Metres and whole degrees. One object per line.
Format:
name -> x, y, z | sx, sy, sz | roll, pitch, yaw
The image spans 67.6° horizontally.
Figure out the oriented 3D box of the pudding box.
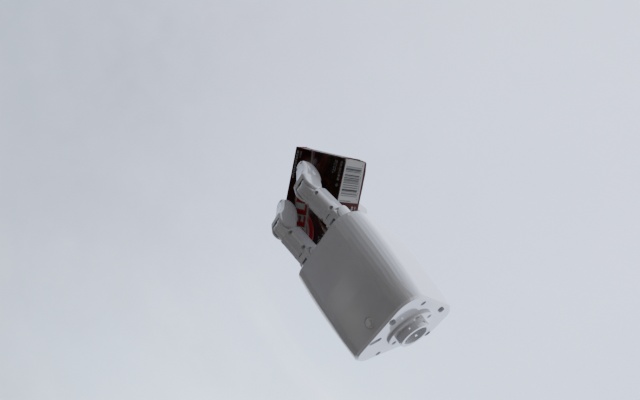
pudding box -> 0.000, 0.002, 0.537 | 0.039, 0.113, 0.090 | 8, 7, -41
